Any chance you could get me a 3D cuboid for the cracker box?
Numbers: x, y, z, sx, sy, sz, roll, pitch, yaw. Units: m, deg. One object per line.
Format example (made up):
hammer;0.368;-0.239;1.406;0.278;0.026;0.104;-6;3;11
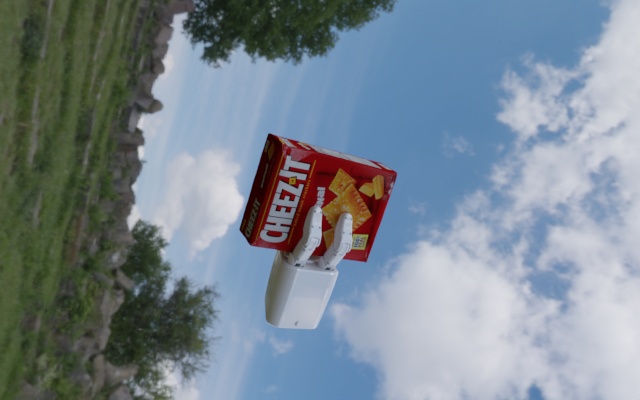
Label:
cracker box;0.000;0.002;0.758;0.214;0.164;0.072;11;15;-29
